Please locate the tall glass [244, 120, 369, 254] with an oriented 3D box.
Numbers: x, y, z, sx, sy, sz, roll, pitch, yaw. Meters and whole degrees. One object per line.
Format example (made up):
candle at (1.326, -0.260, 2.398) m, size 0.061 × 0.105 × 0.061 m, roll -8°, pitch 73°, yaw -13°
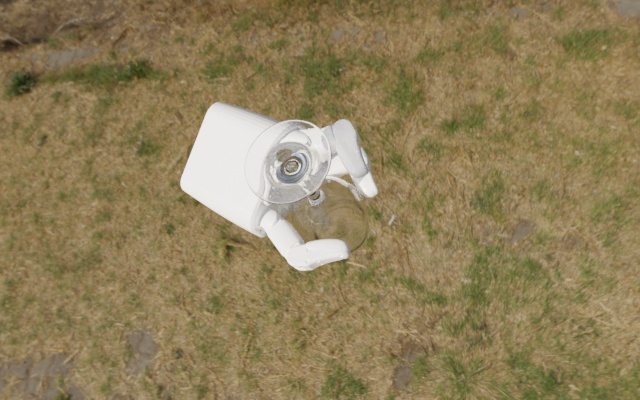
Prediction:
tall glass at (0.000, 0.001, 0.471) m, size 0.079 × 0.079 × 0.201 m, roll 0°, pitch -20°, yaw 17°
